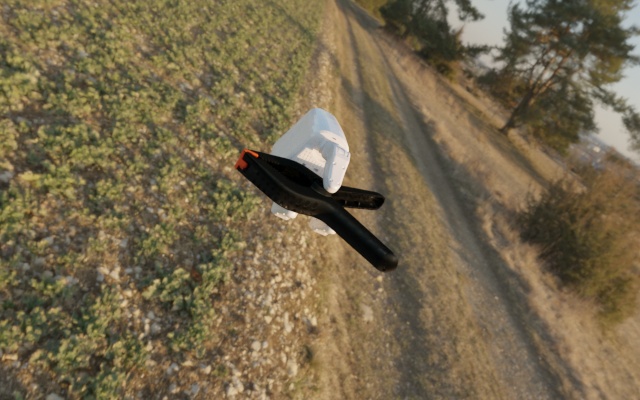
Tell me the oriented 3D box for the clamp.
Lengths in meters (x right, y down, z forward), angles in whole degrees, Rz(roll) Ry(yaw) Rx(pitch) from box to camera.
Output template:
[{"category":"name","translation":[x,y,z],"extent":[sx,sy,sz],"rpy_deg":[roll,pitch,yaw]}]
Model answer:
[{"category":"clamp","translation":[0.000,0.001,0.558],"extent":[0.210,0.036,0.164],"rpy_deg":[24,24,-18]}]
